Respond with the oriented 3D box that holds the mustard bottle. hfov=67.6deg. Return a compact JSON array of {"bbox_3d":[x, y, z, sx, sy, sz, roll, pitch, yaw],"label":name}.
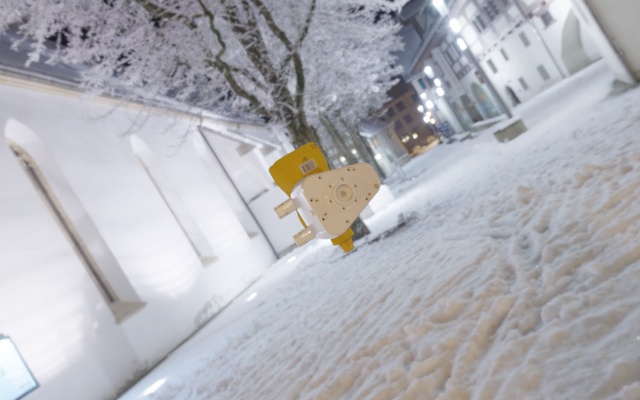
[{"bbox_3d":[0.000,0.002,0.805,0.096,0.191,0.058,-32,0,-35],"label":"mustard bottle"}]
